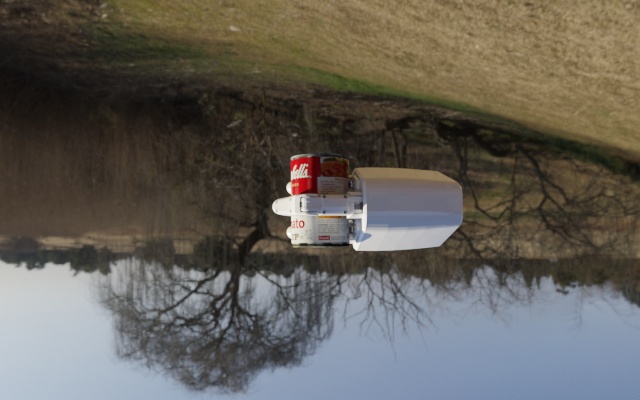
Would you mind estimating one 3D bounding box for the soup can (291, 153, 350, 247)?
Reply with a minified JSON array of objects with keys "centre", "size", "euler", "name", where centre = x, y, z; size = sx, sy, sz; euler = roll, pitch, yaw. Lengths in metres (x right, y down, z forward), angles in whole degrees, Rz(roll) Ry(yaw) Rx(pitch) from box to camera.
[{"centre":[0.000,0.002,0.546],"size":[0.068,0.102,0.068],"euler":[0,-5,0],"name":"soup can"}]
